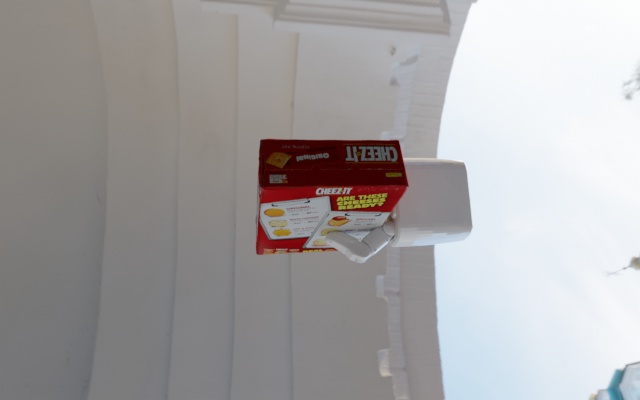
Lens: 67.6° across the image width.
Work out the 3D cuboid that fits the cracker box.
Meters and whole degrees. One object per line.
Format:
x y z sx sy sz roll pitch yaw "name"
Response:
0.000 0.002 0.615 0.164 0.072 0.214 -1 -25 -10 "cracker box"
